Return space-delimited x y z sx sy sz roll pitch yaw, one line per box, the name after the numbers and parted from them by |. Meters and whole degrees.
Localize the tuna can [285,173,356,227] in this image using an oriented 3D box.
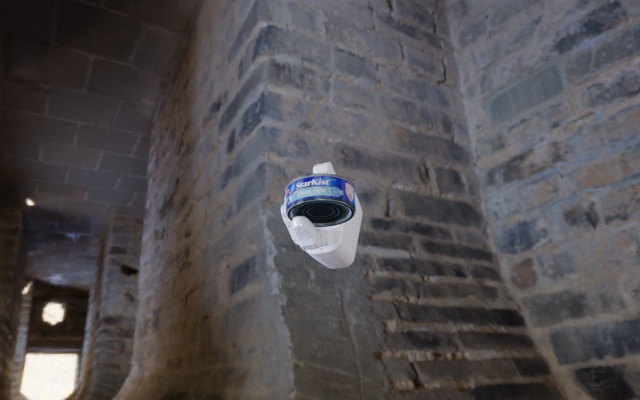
0.000 0.002 0.578 0.086 0.033 0.086 -1 -25 -1 | tuna can
